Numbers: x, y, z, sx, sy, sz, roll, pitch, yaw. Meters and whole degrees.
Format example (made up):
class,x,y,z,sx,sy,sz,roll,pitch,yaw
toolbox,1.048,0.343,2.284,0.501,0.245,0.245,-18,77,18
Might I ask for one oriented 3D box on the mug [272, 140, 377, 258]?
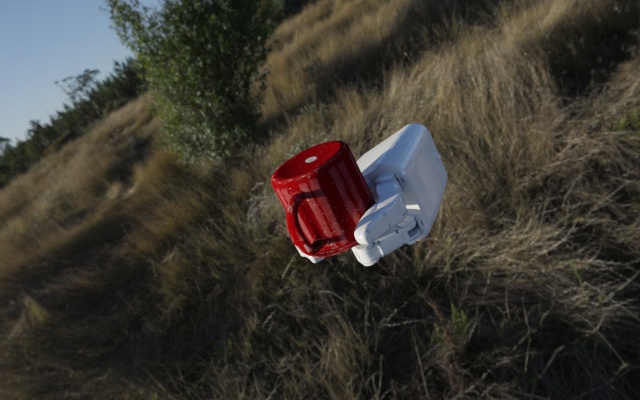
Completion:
class,x,y,z,sx,sy,sz,roll,pitch,yaw
mug,-0.001,0.002,0.453,0.093,0.081,0.117,-12,26,35
